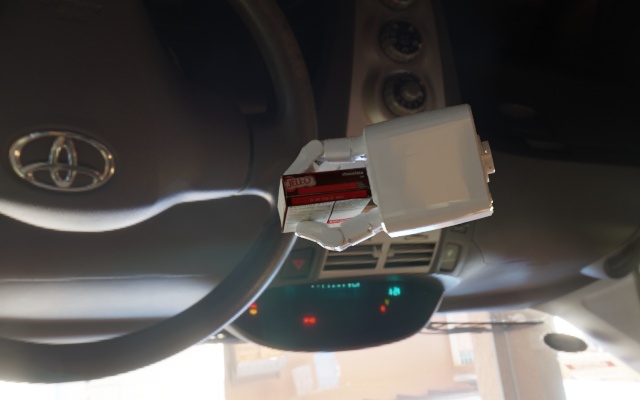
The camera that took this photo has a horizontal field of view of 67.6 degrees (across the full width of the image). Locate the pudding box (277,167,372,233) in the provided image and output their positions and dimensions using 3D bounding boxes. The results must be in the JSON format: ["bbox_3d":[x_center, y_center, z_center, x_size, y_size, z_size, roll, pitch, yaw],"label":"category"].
[{"bbox_3d":[0.000,0.002,0.524,0.090,0.039,0.113,-5,-18,-9],"label":"pudding box"}]
